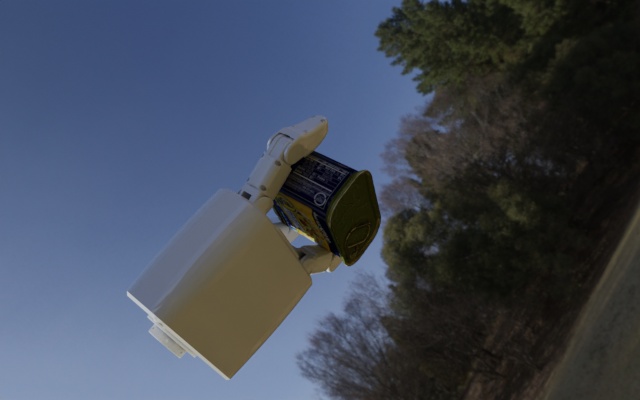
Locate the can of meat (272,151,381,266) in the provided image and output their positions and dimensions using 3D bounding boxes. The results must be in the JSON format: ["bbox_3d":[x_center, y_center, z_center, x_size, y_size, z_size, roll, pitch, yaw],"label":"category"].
[{"bbox_3d":[0.000,0.001,0.424,0.084,0.057,0.102,28,-22,29],"label":"can of meat"}]
